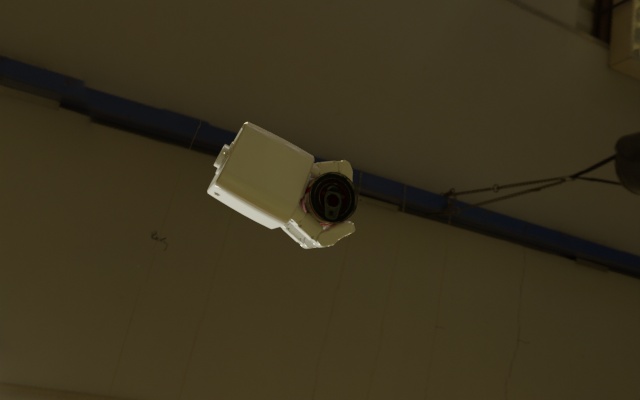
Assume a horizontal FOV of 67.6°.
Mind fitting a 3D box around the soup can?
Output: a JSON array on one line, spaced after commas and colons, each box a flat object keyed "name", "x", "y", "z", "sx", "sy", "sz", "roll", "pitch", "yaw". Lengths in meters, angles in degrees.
[{"name": "soup can", "x": 0.000, "y": 0.002, "z": 0.666, "sx": 0.068, "sy": 0.068, "sz": 0.102, "roll": 0, "pitch": -7, "yaw": -21}]
